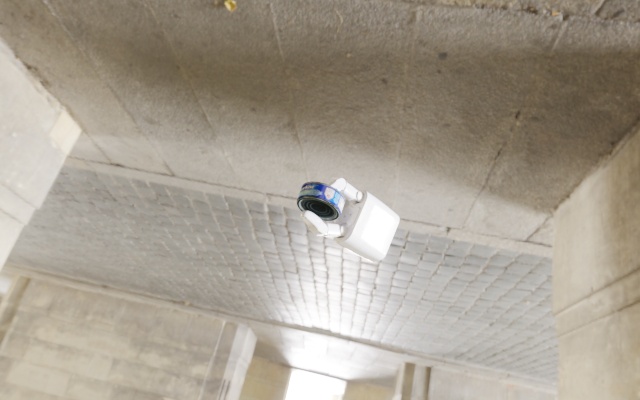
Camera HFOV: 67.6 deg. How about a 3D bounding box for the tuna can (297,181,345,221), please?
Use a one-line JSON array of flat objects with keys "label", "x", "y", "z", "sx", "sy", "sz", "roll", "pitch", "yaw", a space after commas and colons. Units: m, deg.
[{"label": "tuna can", "x": 0.000, "y": 0.003, "z": 0.878, "sx": 0.086, "sy": 0.033, "sz": 0.086, "roll": 15, "pitch": -28, "yaw": 8}]
